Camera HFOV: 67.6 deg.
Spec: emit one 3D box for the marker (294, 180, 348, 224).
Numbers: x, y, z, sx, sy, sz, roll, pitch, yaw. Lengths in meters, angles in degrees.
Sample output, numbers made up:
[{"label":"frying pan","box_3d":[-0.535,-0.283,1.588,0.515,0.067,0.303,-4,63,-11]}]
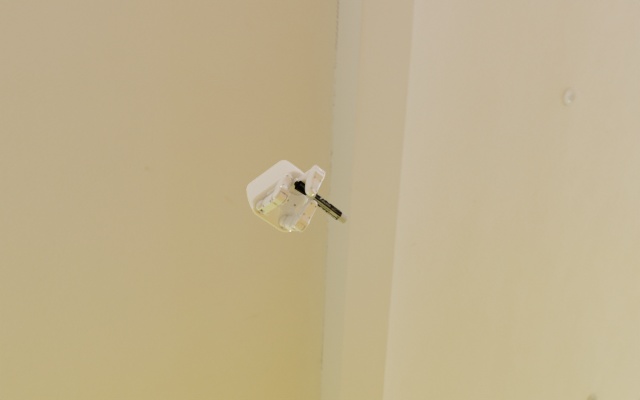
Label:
[{"label":"marker","box_3d":[0.000,0.003,0.853,0.121,0.020,0.020,37,-17,-24]}]
